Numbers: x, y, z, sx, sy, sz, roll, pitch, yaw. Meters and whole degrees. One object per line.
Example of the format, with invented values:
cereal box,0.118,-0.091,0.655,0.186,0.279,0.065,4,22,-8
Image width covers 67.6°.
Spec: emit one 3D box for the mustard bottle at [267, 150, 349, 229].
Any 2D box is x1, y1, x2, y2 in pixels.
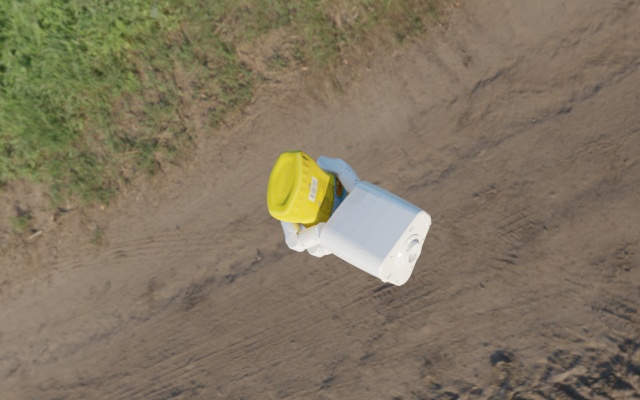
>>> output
mustard bottle,0.000,0.002,0.714,0.058,0.096,0.192,-2,-18,33
